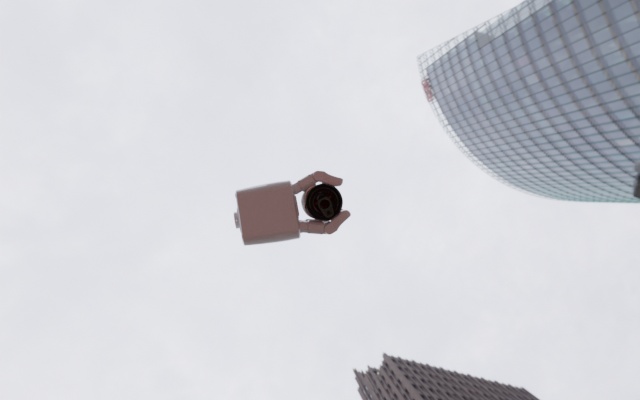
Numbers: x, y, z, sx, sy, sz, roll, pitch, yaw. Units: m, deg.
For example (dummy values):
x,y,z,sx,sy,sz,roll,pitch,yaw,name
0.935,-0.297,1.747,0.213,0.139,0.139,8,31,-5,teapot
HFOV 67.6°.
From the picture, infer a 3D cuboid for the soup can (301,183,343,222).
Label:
x,y,z,sx,sy,sz,roll,pitch,yaw,name
0.001,0.003,0.898,0.068,0.068,0.102,0,1,-7,soup can
